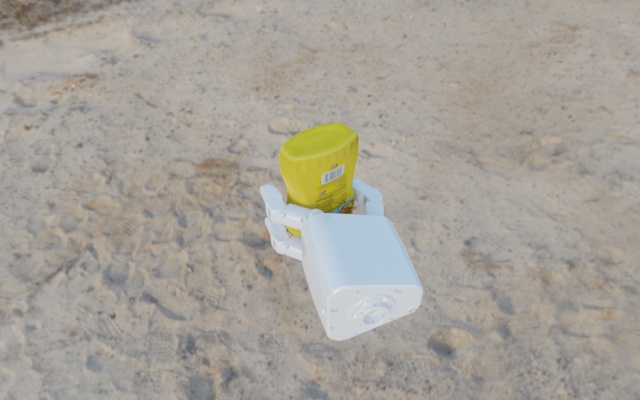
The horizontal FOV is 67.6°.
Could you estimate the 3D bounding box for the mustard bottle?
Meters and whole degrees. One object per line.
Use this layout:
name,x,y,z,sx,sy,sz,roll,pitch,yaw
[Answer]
mustard bottle,0.000,0.002,0.602,0.096,0.192,0.058,-28,48,-27
